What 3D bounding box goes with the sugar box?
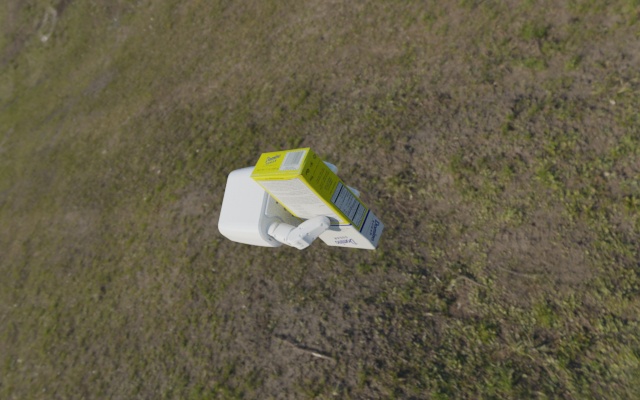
[{"bbox_3d":[0.000,0.002,0.636,0.093,0.048,0.176,0,-31,44],"label":"sugar box"}]
